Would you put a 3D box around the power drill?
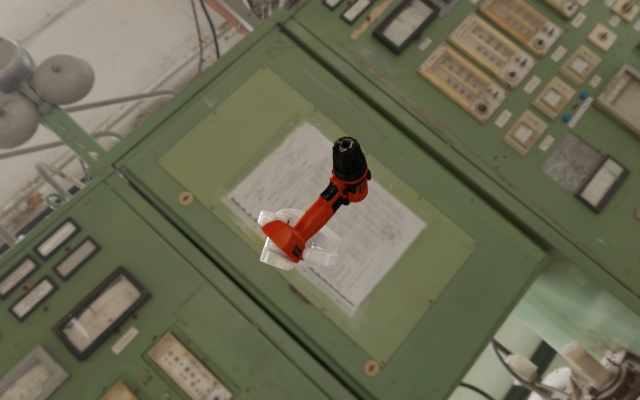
[{"bbox_3d":[0.000,0.003,0.723,0.057,0.187,0.184,44,-8,22],"label":"power drill"}]
